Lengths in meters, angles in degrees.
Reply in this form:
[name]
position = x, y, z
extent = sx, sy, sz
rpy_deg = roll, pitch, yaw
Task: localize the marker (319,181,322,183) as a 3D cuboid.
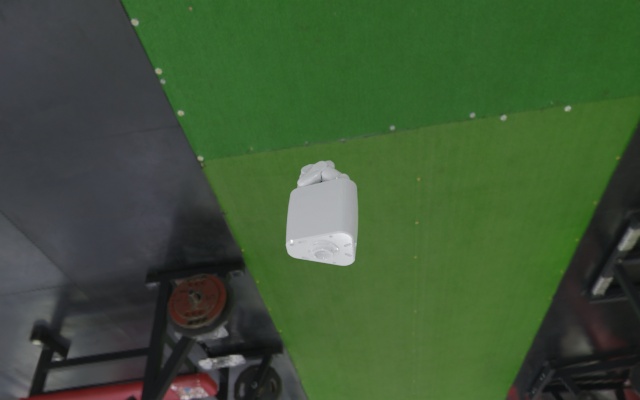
[marker]
position = 0.000, 0.003, 0.865
extent = 0.020, 0.020, 0.121
rpy_deg = 0, -40, 9
